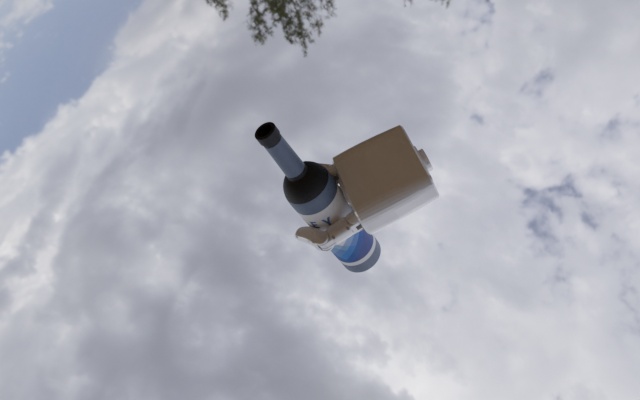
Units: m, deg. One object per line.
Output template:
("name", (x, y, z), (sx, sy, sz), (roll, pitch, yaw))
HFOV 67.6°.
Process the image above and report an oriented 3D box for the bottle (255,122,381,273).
("bottle", (0.000, 0.002, 0.650), (0.069, 0.069, 0.296), (0, -34, 32))
